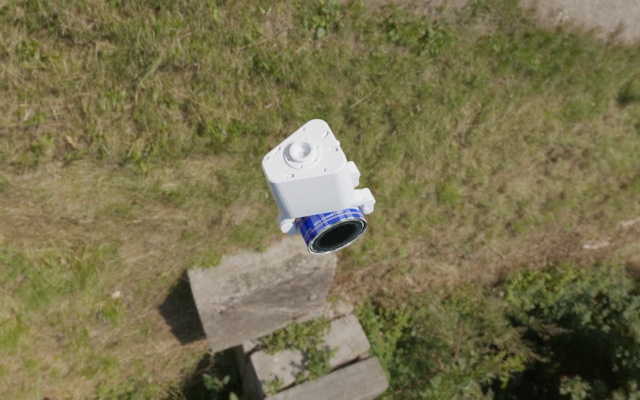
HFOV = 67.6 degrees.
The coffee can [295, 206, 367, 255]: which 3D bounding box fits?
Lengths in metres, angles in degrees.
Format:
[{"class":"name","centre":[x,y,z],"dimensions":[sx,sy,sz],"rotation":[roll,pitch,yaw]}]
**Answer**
[{"class":"coffee can","centre":[0.000,0.003,0.778],"dimensions":[0.103,0.140,0.103],"rotation":[-21,-28,-11]}]
